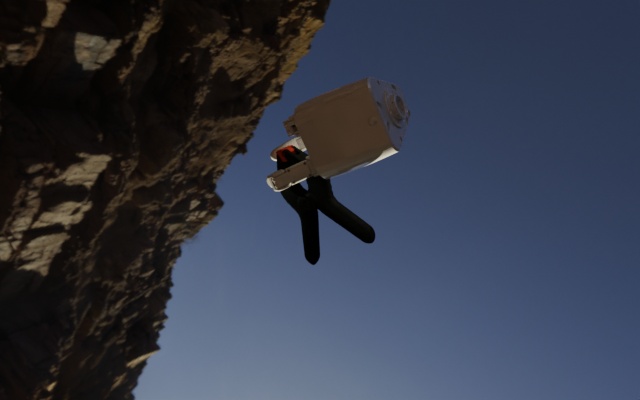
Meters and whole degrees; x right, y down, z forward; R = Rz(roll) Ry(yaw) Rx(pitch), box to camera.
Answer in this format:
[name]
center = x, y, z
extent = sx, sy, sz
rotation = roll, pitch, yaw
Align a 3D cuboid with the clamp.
[clamp]
center = 0.000, 0.002, 0.642
extent = 0.120, 0.171, 0.039
rotation = -17, 13, 31
